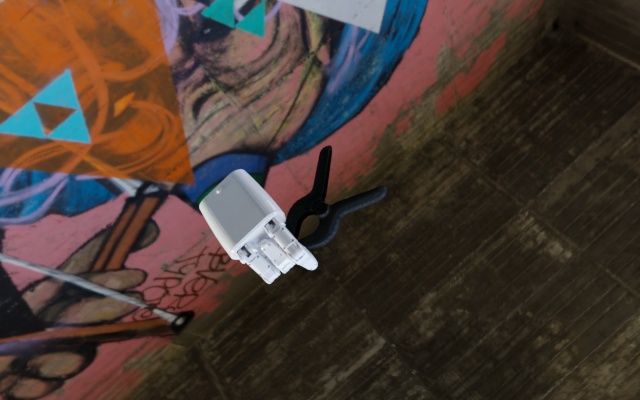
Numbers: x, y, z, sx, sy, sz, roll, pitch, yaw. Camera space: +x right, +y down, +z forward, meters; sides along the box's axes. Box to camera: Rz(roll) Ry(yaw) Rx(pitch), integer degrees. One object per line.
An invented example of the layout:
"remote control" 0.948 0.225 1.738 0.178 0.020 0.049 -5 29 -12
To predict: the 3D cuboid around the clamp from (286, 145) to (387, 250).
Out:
"clamp" 0.000 0.003 0.709 0.171 0.120 0.039 -42 -25 -2
